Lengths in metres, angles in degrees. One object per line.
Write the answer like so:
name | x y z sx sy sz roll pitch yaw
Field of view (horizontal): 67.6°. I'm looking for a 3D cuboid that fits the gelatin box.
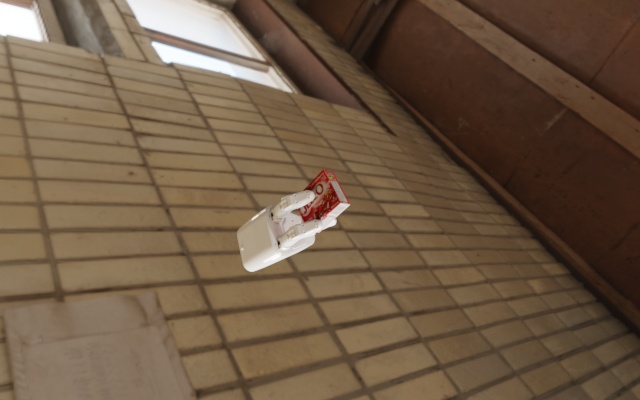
gelatin box | 0.001 0.003 0.827 0.030 0.073 0.089 9 -43 -47
